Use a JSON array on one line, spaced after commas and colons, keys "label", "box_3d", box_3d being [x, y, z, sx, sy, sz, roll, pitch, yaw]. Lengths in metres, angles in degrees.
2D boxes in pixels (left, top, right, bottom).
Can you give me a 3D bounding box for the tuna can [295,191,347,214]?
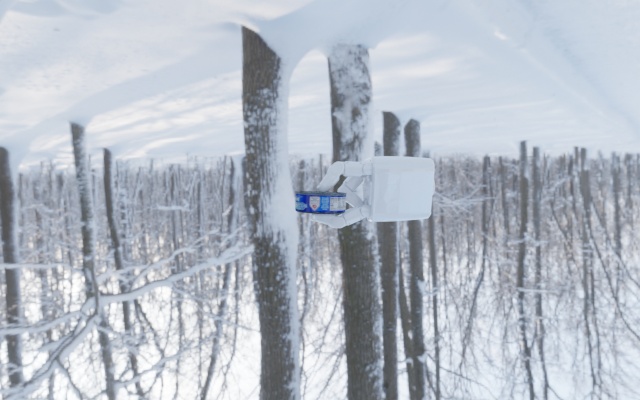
[{"label": "tuna can", "box_3d": [0.000, 0.003, 0.795, 0.086, 0.034, 0.086, 2, 4, 0]}]
